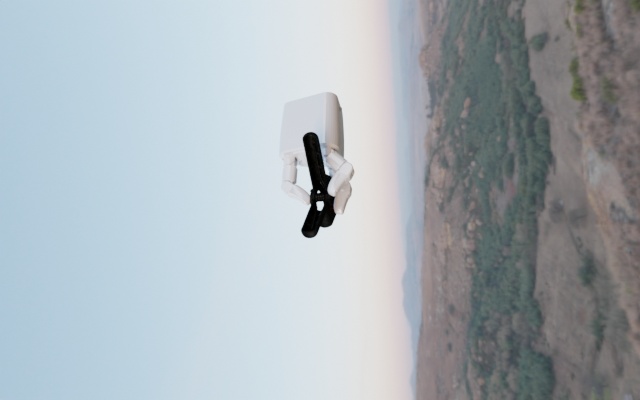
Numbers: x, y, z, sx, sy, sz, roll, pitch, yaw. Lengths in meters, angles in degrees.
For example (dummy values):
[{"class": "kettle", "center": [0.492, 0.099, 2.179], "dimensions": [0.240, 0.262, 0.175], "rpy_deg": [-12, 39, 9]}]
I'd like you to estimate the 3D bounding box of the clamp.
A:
[{"class": "clamp", "center": [-0.001, 0.003, 0.801], "dimensions": [0.036, 0.164, 0.210], "rpy_deg": [-1, -20, 11]}]
